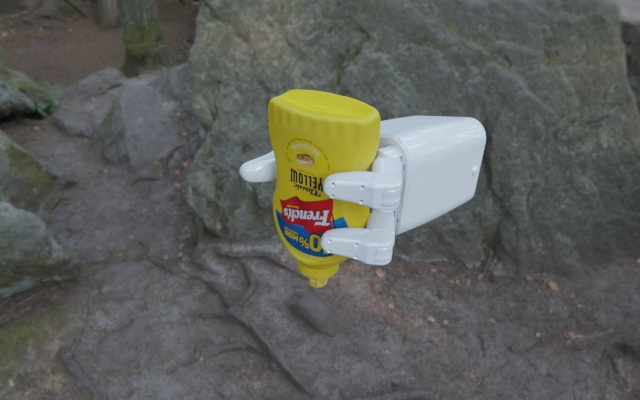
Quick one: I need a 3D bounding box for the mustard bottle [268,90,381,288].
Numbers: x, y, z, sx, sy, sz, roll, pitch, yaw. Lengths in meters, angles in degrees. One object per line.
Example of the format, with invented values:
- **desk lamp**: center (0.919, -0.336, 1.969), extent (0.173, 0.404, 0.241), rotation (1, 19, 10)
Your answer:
- **mustard bottle**: center (0.000, 0.001, 0.439), extent (0.096, 0.192, 0.058), rotation (18, 35, 25)
